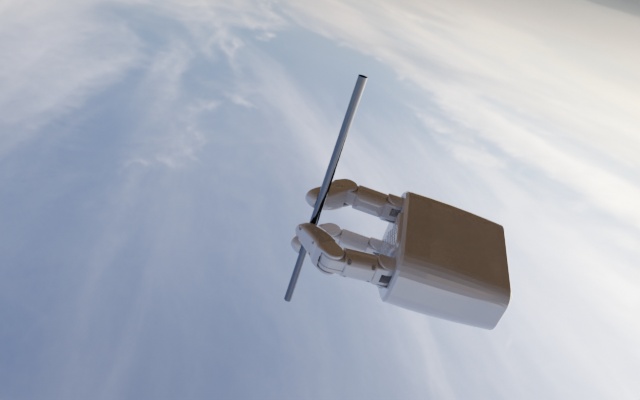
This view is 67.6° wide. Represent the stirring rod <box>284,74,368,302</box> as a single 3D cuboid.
[{"bbox_3d":[0.000,0.001,0.438,0.011,0.240,0.011,14,28,-8],"label":"stirring rod"}]
